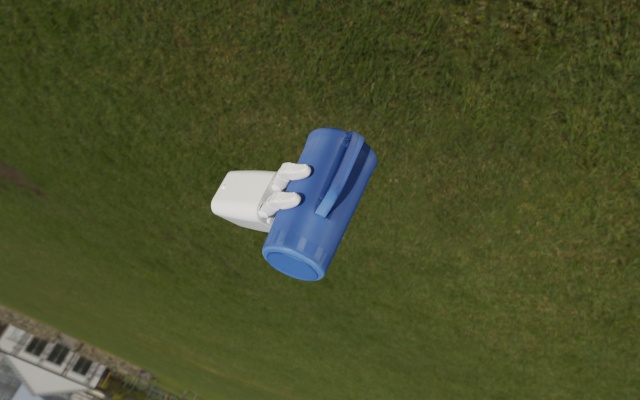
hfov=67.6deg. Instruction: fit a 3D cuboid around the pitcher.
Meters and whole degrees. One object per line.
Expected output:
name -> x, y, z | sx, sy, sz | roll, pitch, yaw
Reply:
pitcher -> 0.000, 0.003, 0.797 | 0.145, 0.242, 0.149 | 6, -32, 31
